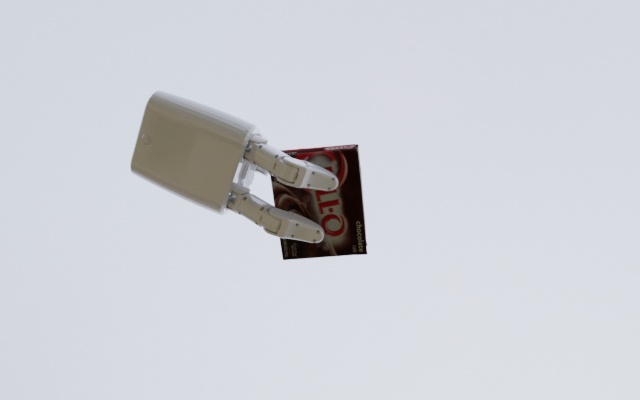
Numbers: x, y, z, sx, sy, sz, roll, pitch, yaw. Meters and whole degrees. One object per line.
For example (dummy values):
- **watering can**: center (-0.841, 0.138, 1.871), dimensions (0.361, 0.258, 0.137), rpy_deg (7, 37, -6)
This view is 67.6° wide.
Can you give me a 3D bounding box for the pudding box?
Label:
- **pudding box**: center (0.000, 0.002, 0.494), dimensions (0.090, 0.113, 0.039), rpy_deg (-5, 16, 9)
